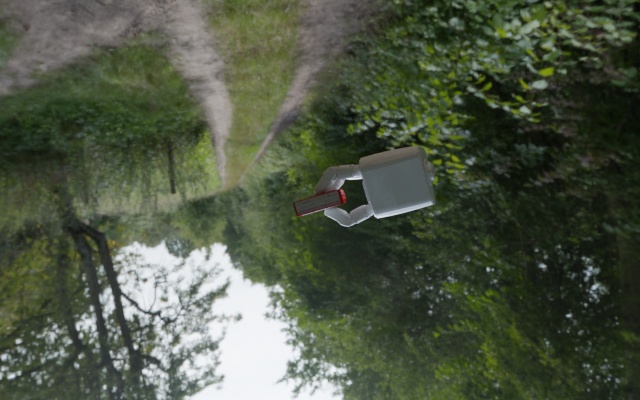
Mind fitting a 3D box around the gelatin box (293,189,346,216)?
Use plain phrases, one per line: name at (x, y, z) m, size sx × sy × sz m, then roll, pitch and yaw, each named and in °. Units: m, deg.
gelatin box at (0.000, 0.003, 0.880) m, size 0.089 × 0.030 × 0.073 m, roll -17°, pitch -1°, yaw 7°
